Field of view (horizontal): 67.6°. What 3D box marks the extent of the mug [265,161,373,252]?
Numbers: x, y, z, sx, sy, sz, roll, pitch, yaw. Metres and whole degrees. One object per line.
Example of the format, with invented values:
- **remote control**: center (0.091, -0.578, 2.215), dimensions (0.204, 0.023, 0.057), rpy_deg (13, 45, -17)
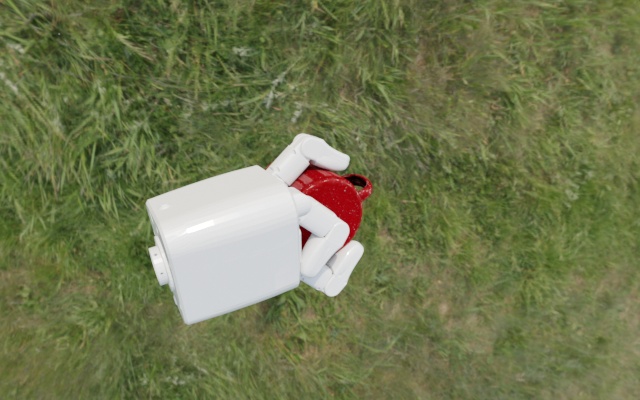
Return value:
- **mug**: center (0.001, 0.001, 0.490), dimensions (0.117, 0.093, 0.081), rpy_deg (-20, 25, -21)
